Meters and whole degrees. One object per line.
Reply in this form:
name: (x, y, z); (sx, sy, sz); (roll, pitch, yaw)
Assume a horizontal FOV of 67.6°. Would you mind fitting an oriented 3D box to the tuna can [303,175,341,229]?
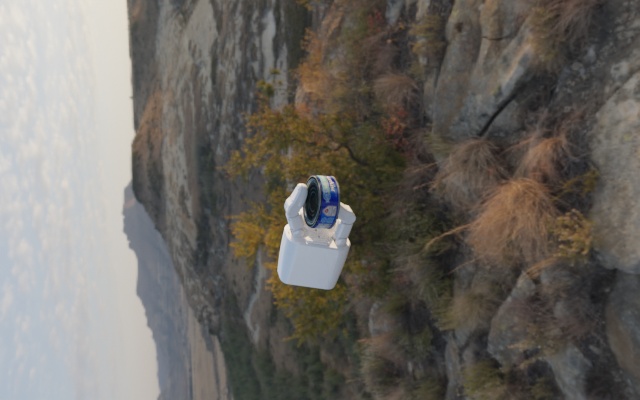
tuna can: (0.000, 0.002, 0.763); (0.034, 0.086, 0.086); (3, -1, -21)
